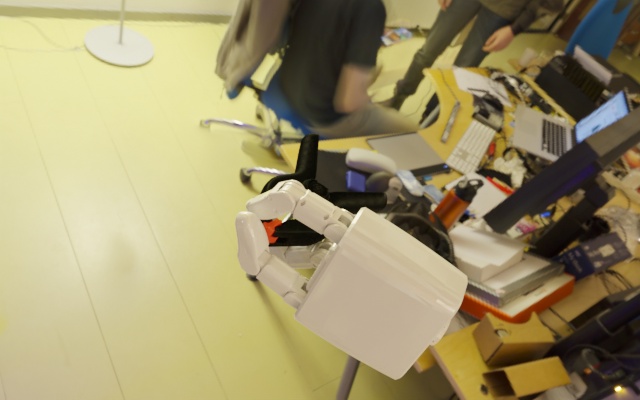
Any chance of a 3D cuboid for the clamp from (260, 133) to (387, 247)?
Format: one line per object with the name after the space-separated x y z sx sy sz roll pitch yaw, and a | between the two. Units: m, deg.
0.000 0.001 0.488 0.120 0.039 0.171 32 43 5 | clamp
